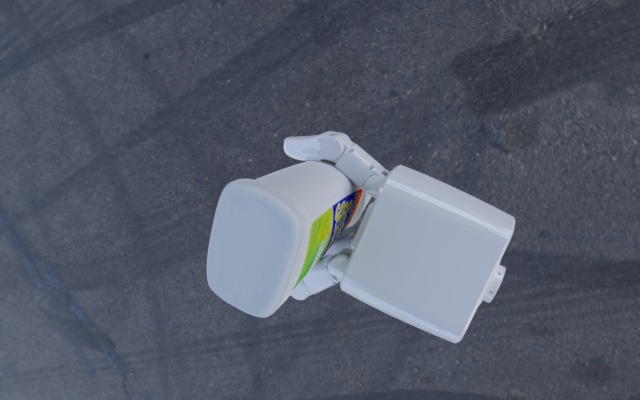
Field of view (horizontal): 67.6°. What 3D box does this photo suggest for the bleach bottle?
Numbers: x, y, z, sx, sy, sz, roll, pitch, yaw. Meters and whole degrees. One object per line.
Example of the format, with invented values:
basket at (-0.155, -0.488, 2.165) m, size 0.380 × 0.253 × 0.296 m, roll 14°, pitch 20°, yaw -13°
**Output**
bleach bottle at (0.000, 0.002, 0.434) m, size 0.068 × 0.103 × 0.250 m, roll 26°, pitch 26°, yaw 15°
